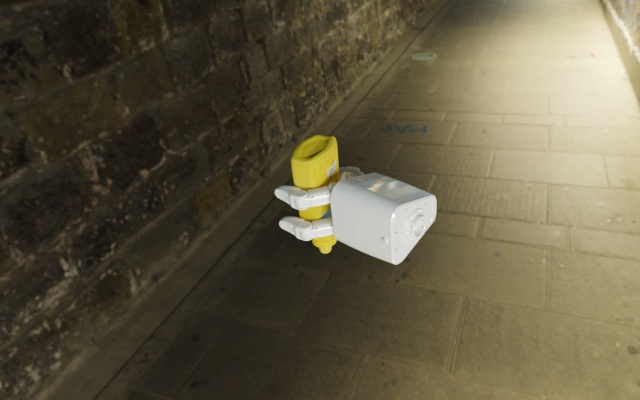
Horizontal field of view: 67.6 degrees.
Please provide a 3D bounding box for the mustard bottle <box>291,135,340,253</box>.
[{"bbox_3d":[0.000,0.002,0.743,0.058,0.192,0.096,7,34,21],"label":"mustard bottle"}]
